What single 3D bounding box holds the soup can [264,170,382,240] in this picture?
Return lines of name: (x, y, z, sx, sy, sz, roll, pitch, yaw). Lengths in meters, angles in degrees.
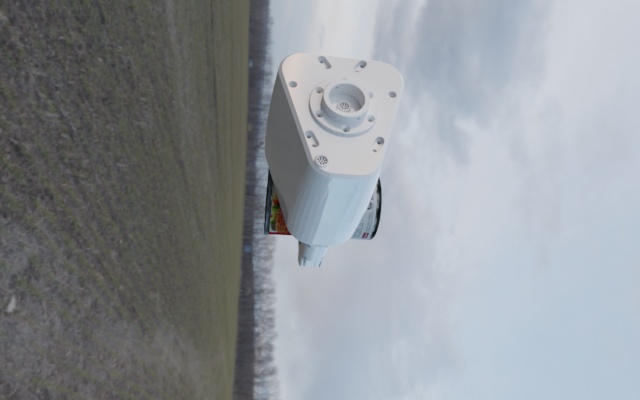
soup can: (0.000, 0.002, 0.451, 0.102, 0.068, 0.068, 4, -1, -8)
